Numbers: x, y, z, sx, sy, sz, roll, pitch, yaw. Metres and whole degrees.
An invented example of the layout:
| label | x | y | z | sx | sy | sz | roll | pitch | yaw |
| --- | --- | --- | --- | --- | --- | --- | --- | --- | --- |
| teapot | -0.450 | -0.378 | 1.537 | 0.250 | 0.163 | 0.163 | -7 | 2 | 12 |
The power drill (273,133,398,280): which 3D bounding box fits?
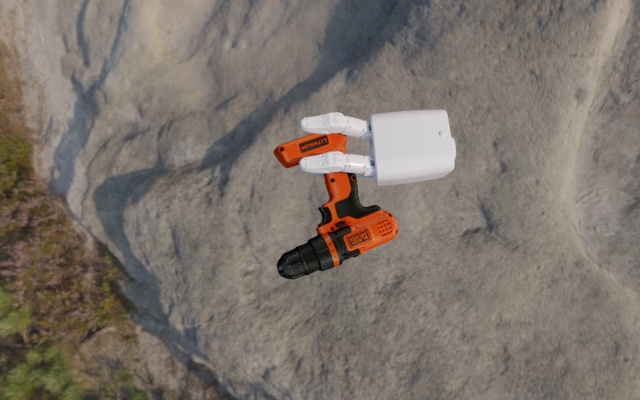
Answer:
| label | x | y | z | sx | sy | sz | roll | pitch | yaw |
| --- | --- | --- | --- | --- | --- | --- | --- | --- | --- |
| power drill | 0.000 | 0.002 | 0.681 | 0.184 | 0.187 | 0.057 | -21 | 1 | -14 |
